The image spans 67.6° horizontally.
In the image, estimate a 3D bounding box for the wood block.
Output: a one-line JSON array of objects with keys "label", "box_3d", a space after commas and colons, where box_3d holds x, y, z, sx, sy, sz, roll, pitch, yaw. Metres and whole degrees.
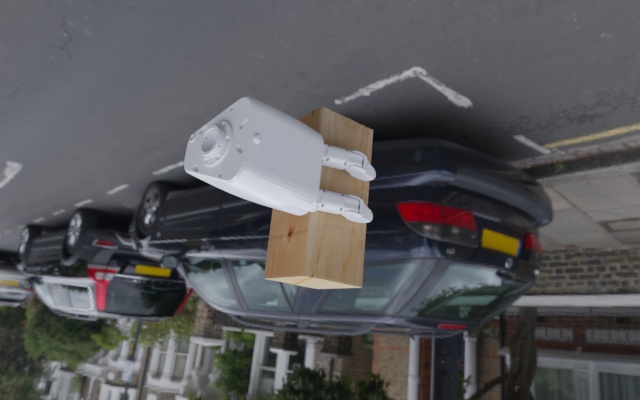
[{"label": "wood block", "box_3d": [0.000, 0.002, 0.607, 0.090, 0.206, 0.091, 18, -20, -35]}]
